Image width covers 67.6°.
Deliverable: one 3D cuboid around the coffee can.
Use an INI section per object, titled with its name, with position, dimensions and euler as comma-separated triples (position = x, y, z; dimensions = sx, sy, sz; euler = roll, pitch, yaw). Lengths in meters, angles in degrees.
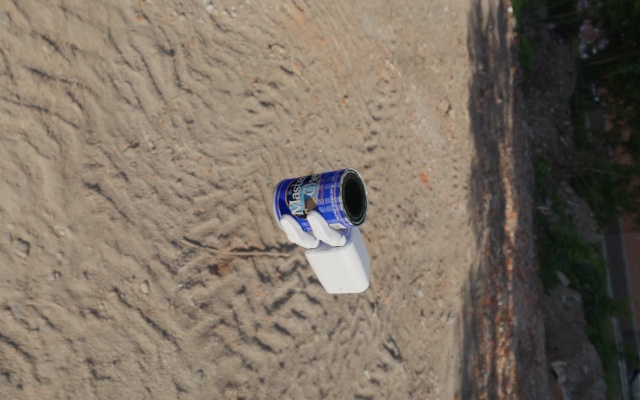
[coffee can]
position = 0.000, 0.003, 0.847
dimensions = 0.140, 0.103, 0.103
euler = -8, -4, 31
